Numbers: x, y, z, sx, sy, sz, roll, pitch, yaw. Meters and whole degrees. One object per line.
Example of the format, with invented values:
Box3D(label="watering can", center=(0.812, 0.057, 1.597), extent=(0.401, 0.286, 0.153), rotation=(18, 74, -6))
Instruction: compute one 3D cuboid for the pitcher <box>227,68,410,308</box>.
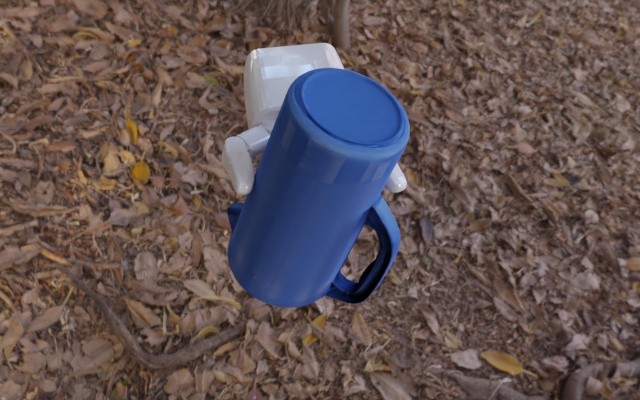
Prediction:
Box3D(label="pitcher", center=(0.000, 0.001, 0.473), extent=(0.149, 0.145, 0.243), rotation=(1, -37, -20))
